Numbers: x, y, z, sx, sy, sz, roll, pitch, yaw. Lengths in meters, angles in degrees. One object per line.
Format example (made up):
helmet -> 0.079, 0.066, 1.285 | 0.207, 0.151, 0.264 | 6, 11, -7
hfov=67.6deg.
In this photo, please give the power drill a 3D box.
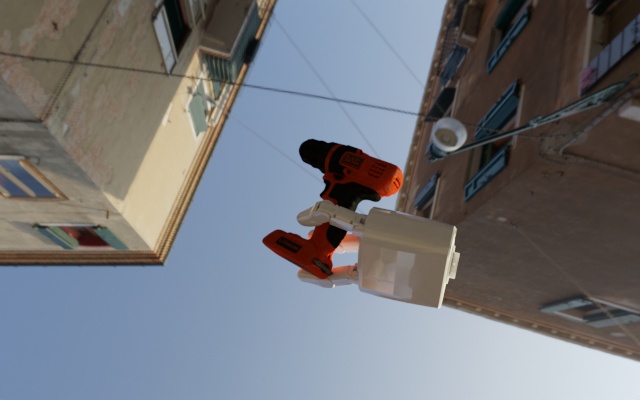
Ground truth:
power drill -> 0.000, 0.003, 0.676 | 0.184, 0.187, 0.057 | 24, -14, 41
